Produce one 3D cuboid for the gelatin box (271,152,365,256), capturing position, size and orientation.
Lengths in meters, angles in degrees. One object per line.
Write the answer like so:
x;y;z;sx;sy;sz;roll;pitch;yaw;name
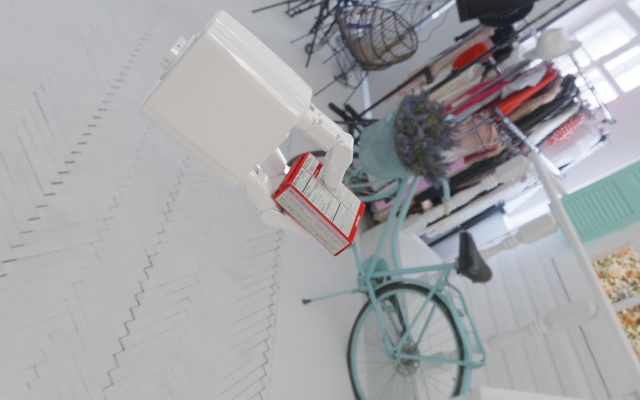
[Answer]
0.001;0.002;0.484;0.030;0.089;0.073;-40;13;31;gelatin box
